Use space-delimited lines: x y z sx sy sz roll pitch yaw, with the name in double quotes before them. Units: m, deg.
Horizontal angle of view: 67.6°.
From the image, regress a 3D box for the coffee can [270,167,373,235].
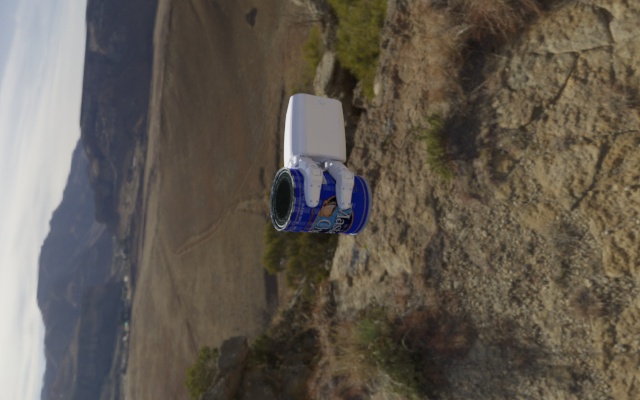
"coffee can" 0.000 0.003 0.792 0.140 0.103 0.103 5 -2 -26
